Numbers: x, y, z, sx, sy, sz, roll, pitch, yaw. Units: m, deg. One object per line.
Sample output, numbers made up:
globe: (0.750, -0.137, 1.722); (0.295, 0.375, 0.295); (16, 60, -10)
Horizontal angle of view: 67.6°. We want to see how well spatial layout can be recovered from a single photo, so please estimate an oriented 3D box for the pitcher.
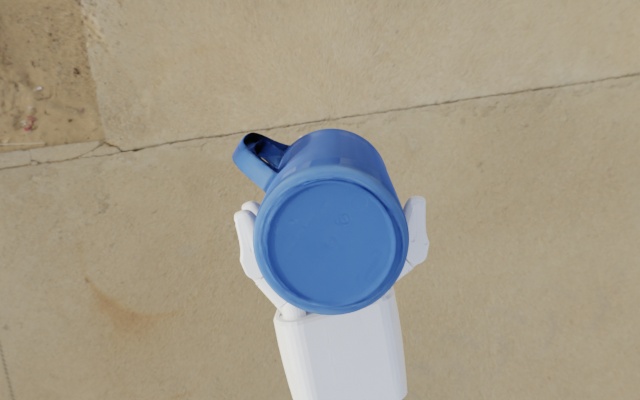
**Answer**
pitcher: (0.000, 0.002, 0.435); (0.149, 0.145, 0.242); (-11, 10, 3)
